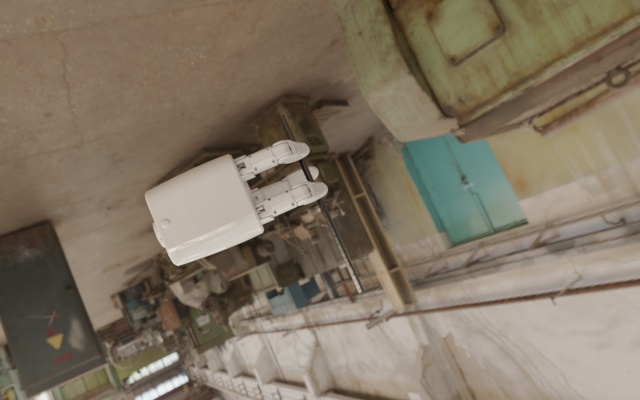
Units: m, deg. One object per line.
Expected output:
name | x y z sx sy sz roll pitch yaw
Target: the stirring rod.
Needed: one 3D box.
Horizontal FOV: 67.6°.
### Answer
stirring rod | 0.000 0.002 0.591 0.011 0.239 0.011 -24 -6 -3
